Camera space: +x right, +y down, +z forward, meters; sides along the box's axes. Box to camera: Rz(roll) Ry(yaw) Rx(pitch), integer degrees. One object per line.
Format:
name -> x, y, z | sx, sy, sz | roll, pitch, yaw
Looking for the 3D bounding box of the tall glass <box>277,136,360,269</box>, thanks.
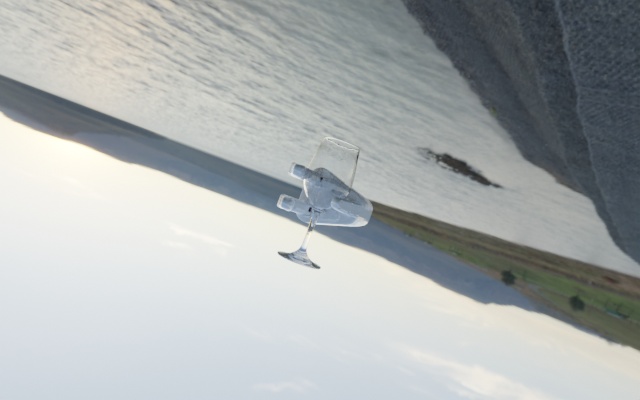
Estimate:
tall glass -> 0.000, 0.003, 0.760 | 0.079, 0.201, 0.079 | 20, 0, 0
